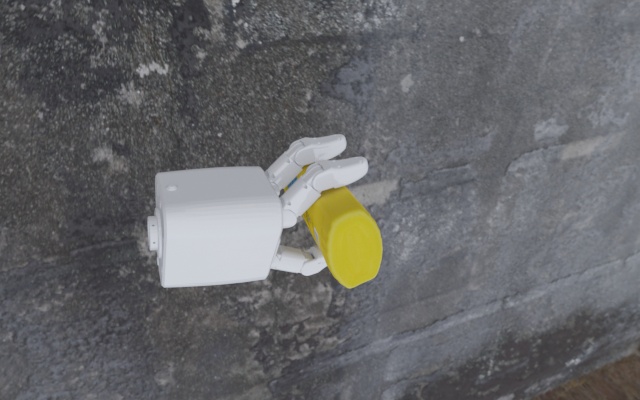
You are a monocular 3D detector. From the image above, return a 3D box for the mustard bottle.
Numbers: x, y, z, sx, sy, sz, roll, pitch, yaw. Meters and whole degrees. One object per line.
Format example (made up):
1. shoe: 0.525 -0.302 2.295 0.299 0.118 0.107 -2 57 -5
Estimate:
1. mustard bottle: 0.000 0.002 0.524 0.058 0.096 0.191 -24 38 -9
